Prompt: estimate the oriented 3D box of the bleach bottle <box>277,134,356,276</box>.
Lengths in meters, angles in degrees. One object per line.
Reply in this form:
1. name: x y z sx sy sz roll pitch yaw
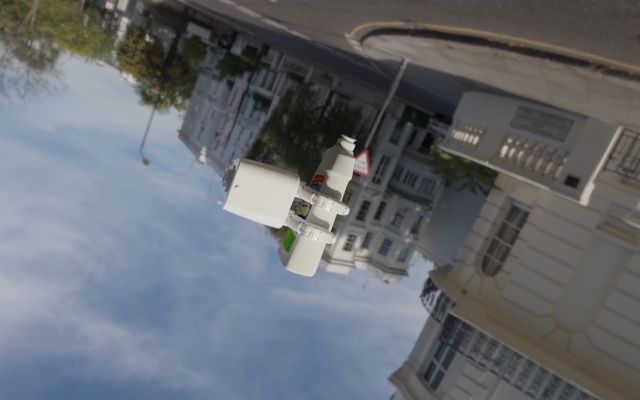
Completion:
1. bleach bottle: 0.000 0.003 0.851 0.068 0.251 0.102 18 12 -18
